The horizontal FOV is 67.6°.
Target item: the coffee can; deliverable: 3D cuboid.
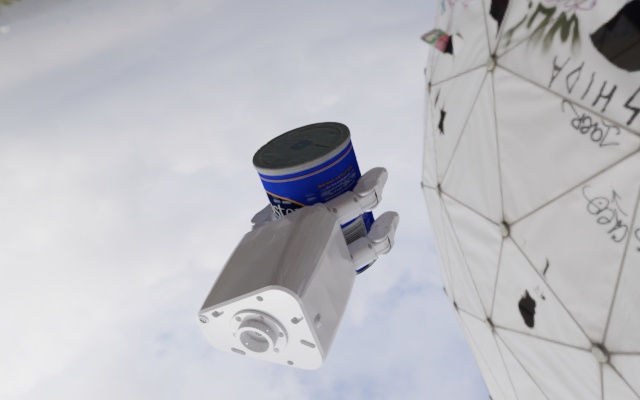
[{"bbox_3d":[0.000,0.001,0.508,0.103,0.140,0.102,-15,28,8],"label":"coffee can"}]
